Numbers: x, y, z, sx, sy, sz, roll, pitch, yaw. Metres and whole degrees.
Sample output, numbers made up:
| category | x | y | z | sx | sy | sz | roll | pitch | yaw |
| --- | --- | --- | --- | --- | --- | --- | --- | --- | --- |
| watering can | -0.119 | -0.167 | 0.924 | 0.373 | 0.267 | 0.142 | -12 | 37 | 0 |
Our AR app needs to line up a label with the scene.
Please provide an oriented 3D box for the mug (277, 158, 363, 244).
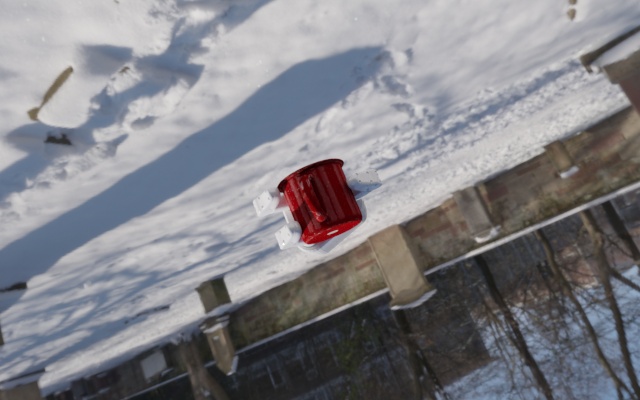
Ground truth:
| category | x | y | z | sx | sy | sz | roll | pitch | yaw |
| --- | --- | --- | --- | --- | --- | --- | --- | --- | --- |
| mug | 0.000 | 0.002 | 0.592 | 0.093 | 0.081 | 0.117 | -24 | -13 | 5 |
